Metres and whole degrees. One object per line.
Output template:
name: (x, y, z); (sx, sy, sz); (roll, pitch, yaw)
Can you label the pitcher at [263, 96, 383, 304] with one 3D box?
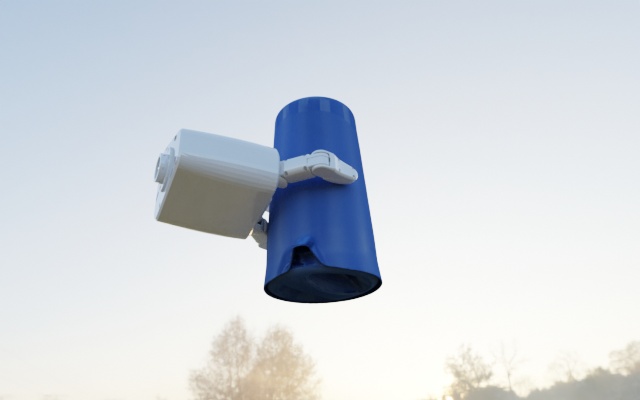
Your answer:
pitcher: (0.000, 0.002, 0.595); (0.145, 0.242, 0.149); (12, -31, -25)
